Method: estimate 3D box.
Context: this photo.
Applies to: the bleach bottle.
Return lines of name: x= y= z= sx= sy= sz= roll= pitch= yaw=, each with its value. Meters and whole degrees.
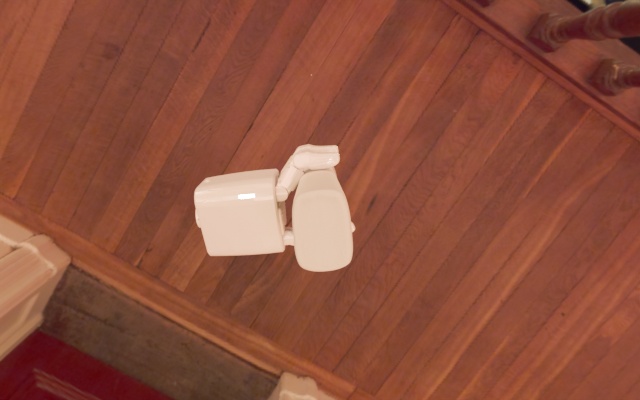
bleach bottle: x=0.000 y=0.002 z=0.657 sx=0.068 sy=0.102 sz=0.250 roll=-5 pitch=15 yaw=0
